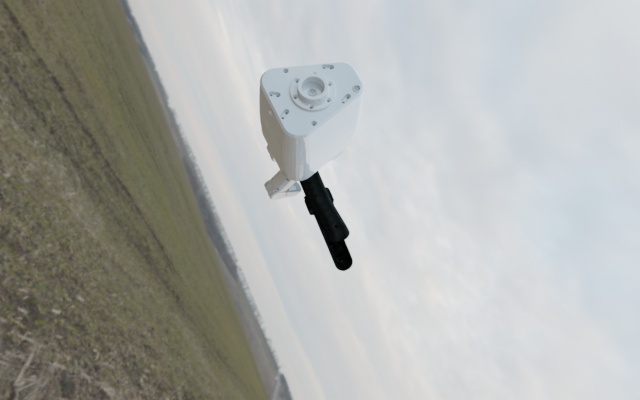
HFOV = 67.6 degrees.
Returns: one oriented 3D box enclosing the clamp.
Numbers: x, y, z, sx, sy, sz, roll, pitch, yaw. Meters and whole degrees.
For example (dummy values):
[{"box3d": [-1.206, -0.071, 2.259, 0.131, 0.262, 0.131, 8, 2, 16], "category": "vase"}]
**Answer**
[{"box3d": [0.001, 0.002, 0.612, 0.039, 0.171, 0.120, -23, -17, -11], "category": "clamp"}]
